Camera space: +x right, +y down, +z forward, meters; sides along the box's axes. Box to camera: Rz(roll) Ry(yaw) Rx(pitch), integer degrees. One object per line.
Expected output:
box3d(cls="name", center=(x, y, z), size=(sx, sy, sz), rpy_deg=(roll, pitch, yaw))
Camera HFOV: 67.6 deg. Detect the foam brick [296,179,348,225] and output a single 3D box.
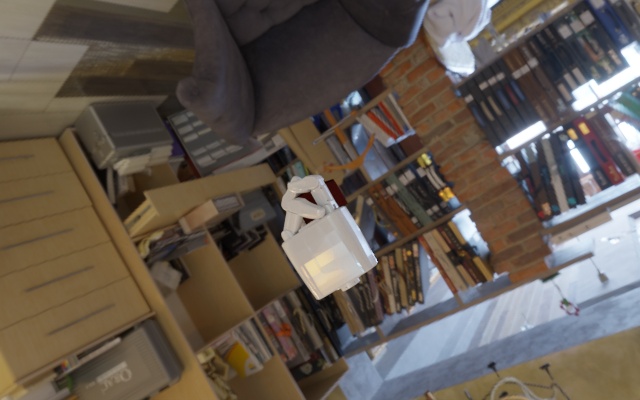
box3d(cls="foam brick", center=(0.000, 0.002, 0.809), size=(0.053, 0.051, 0.078), rpy_deg=(-35, -7, 28))
